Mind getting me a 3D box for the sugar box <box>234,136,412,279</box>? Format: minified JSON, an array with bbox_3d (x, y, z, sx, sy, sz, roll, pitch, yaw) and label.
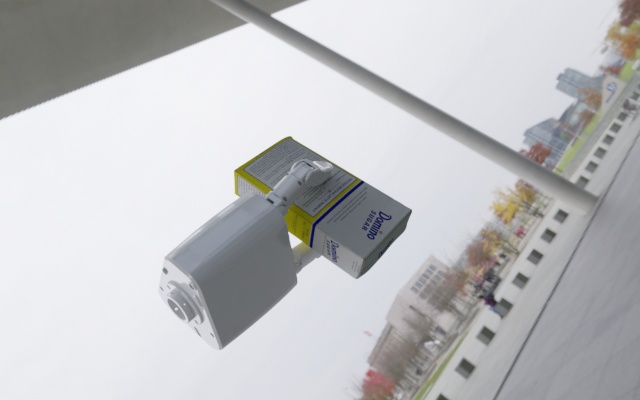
[{"bbox_3d":[0.000,0.002,0.523,0.176,0.048,0.093,35,52,20],"label":"sugar box"}]
